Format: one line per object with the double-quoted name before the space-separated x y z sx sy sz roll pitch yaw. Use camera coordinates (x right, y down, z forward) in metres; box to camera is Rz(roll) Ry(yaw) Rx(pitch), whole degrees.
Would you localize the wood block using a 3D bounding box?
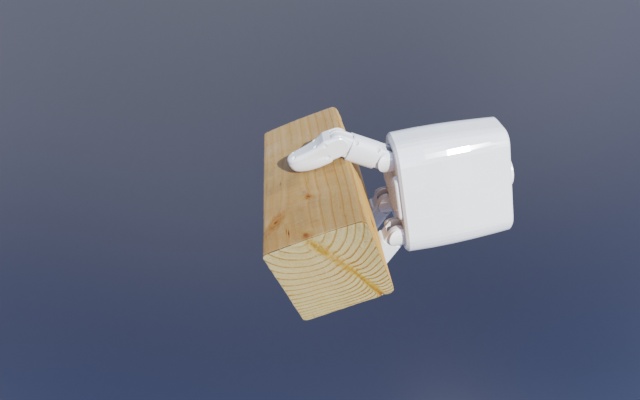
"wood block" 0.000 0.001 0.482 0.090 0.091 0.206 -20 36 8
